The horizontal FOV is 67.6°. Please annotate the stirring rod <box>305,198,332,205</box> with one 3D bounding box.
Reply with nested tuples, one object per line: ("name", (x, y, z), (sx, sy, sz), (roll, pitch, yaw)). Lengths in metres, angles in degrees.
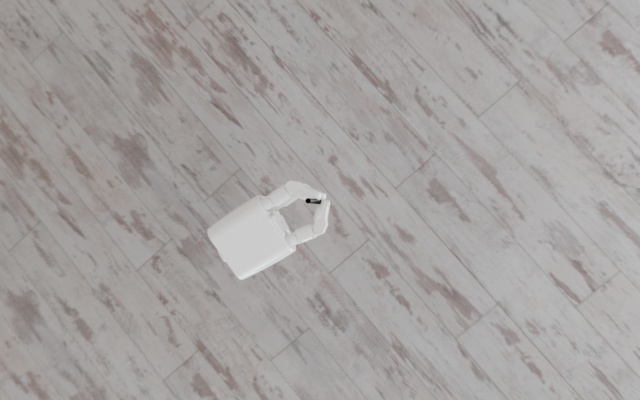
("stirring rod", (0.000, 0.003, 0.810), (0.011, 0.011, 0.239), (0, -1, 9))
